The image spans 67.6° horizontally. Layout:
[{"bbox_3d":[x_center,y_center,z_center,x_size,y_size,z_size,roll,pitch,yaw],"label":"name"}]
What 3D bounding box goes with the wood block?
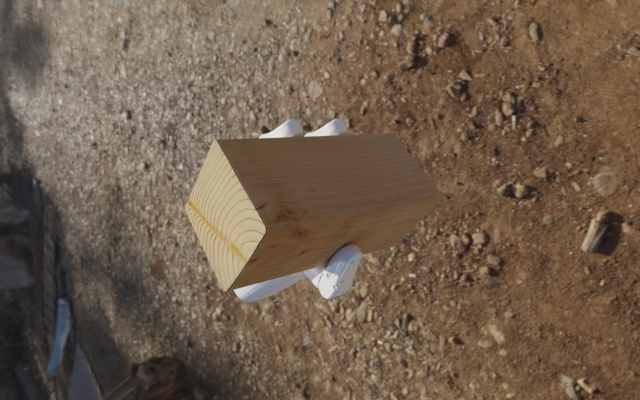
[{"bbox_3d":[0.000,0.002,0.435,0.206,0.090,0.090,-9,-33,-41],"label":"wood block"}]
